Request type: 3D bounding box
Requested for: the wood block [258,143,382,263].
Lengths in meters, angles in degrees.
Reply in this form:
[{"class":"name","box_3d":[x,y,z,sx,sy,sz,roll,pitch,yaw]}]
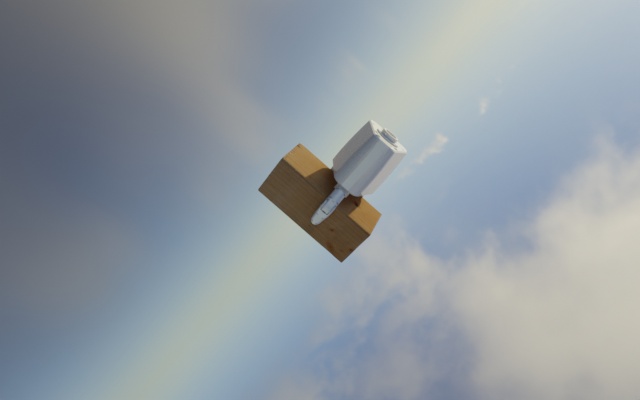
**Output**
[{"class":"wood block","box_3d":[0.000,0.003,0.891,0.090,0.206,0.090,-48,1,34]}]
